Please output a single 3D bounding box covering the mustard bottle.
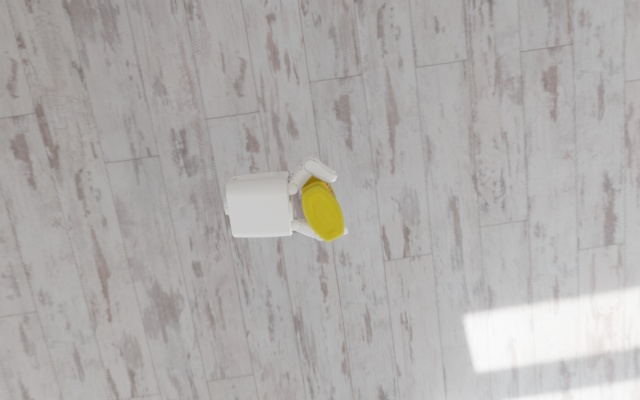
[{"bbox_3d":[0.000,0.003,0.847,0.058,0.096,0.191,-28,12,3],"label":"mustard bottle"}]
